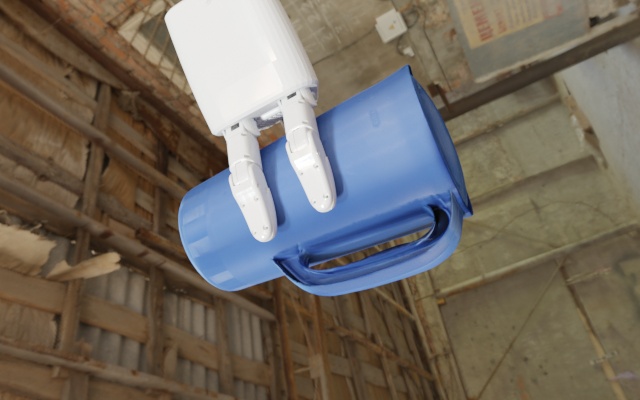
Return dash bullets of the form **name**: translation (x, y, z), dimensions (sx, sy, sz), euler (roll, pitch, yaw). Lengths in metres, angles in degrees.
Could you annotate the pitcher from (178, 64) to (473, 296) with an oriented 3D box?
- **pitcher**: translation (0.000, 0.001, 0.417), dimensions (0.243, 0.145, 0.149), euler (-24, 2, 19)
